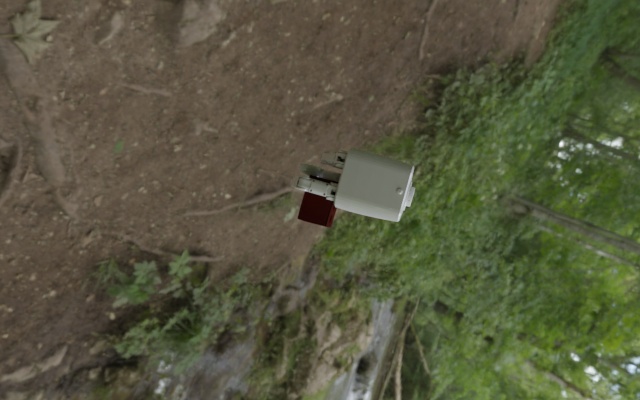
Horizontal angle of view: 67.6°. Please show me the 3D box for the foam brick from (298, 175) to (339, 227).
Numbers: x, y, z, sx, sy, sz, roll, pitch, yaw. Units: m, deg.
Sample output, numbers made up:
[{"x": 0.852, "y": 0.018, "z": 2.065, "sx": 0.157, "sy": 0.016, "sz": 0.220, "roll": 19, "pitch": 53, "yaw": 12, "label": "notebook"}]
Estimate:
[{"x": 0.000, "y": 0.003, "z": 0.797, "sx": 0.051, "sy": 0.078, "sz": 0.053, "roll": 16, "pitch": -1, "yaw": 10, "label": "foam brick"}]
